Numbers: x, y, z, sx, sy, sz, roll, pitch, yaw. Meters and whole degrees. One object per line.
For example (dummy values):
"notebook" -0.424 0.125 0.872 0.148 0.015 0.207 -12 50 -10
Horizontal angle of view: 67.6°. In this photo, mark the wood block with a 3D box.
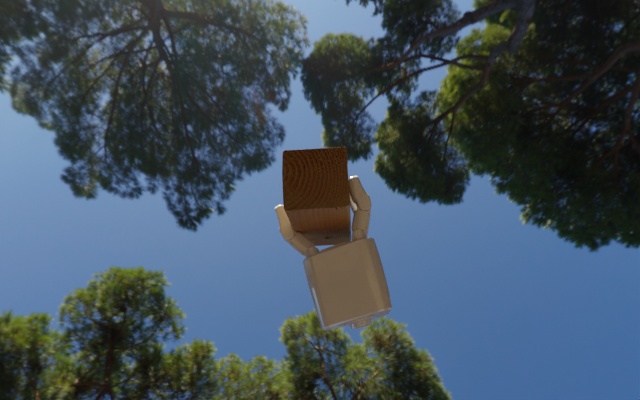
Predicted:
"wood block" 0.000 0.003 0.737 0.091 0.090 0.206 -4 -19 2
